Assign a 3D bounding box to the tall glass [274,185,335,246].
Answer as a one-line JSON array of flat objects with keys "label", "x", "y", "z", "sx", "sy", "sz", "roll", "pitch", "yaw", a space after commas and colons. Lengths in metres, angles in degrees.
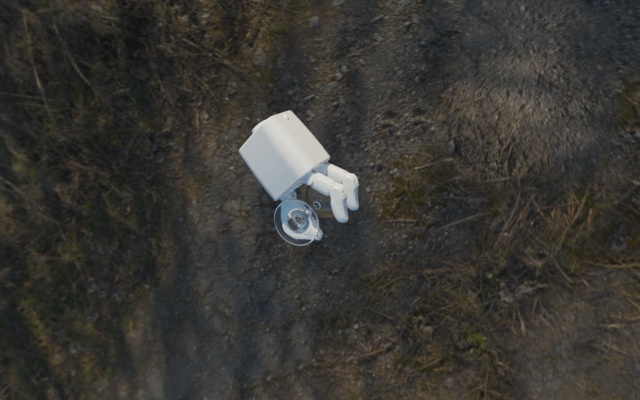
[{"label": "tall glass", "x": 0.000, "y": 0.003, "z": 0.800, "sx": 0.079, "sy": 0.079, "sz": 0.201, "roll": 0, "pitch": 18, "yaw": 23}]
